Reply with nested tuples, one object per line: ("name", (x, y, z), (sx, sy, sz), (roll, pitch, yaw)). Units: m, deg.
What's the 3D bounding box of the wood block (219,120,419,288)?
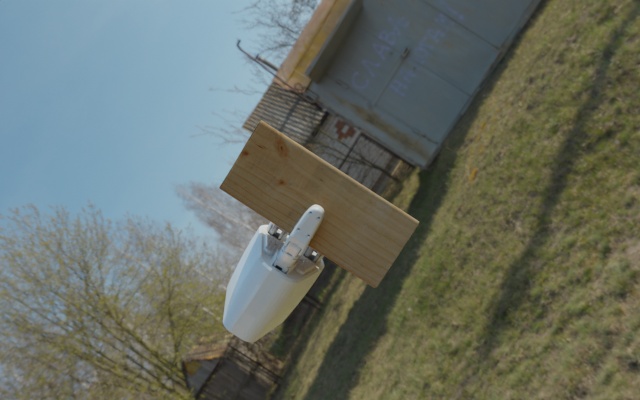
("wood block", (0.000, 0.002, 0.562), (0.206, 0.090, 0.091), (32, 5, -1))
